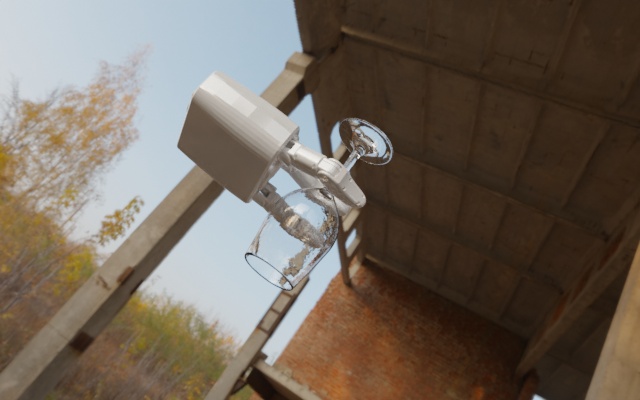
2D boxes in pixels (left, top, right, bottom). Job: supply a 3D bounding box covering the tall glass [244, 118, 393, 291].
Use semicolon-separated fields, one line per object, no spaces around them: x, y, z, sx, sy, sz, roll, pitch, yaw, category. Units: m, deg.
0.001;0.001;0.531;0.079;0.201;0.079;29;-26;15;tall glass
